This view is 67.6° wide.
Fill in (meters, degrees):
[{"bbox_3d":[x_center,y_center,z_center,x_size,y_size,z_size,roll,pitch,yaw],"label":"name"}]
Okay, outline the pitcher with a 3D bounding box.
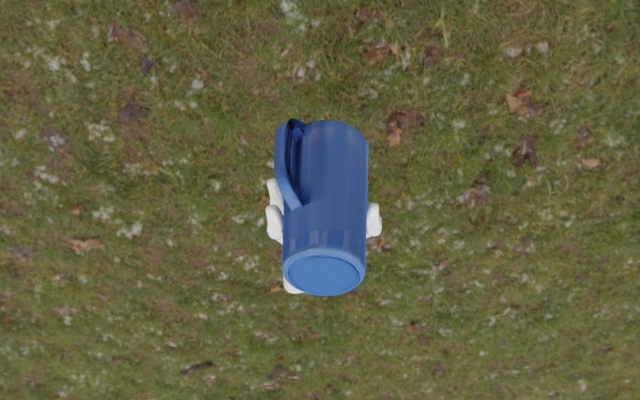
[{"bbox_3d":[0.000,0.002,0.681,0.149,0.242,0.145,7,-42,-5],"label":"pitcher"}]
